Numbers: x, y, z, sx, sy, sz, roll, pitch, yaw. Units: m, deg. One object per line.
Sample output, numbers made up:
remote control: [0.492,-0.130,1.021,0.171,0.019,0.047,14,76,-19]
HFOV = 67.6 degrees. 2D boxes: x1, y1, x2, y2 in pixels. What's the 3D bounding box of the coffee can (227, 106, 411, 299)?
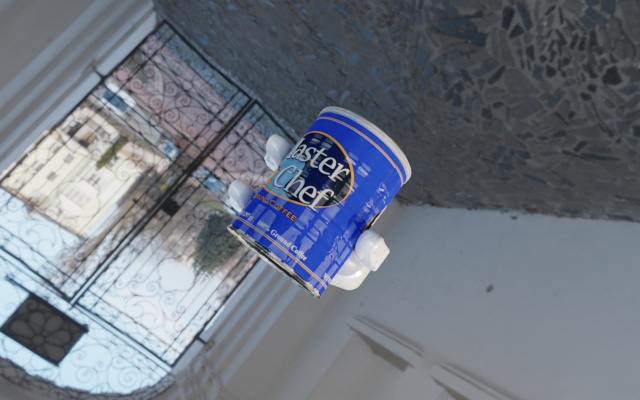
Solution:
coffee can: [0.000,0.001,0.432,0.103,0.140,0.103,36,-12,9]
